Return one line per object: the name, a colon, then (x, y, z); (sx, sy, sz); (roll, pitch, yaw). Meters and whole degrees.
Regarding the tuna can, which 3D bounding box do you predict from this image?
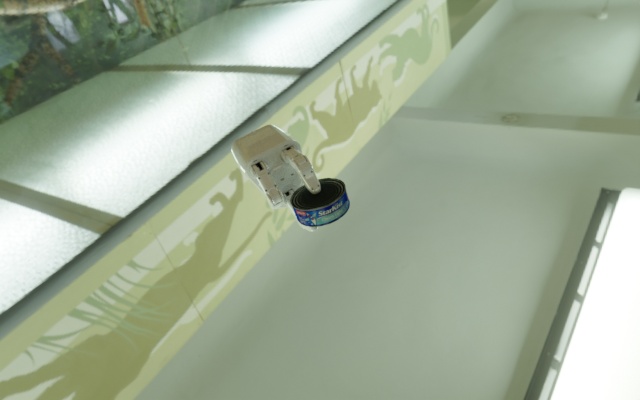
tuna can: (0.000, 0.003, 0.716); (0.086, 0.034, 0.086); (-14, 30, 8)
